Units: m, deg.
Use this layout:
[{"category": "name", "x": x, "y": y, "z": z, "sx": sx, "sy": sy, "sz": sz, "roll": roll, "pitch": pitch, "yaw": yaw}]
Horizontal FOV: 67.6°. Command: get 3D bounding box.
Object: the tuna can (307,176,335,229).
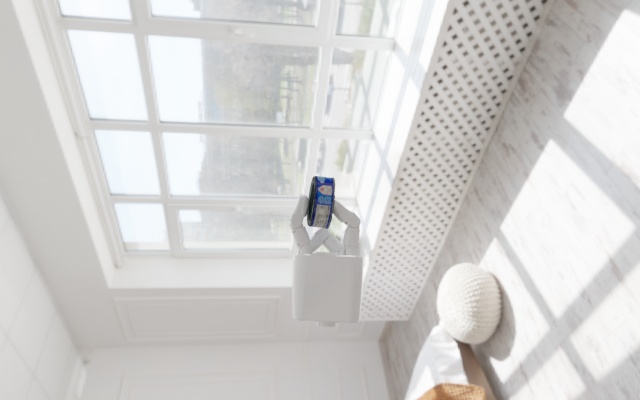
[{"category": "tuna can", "x": 0.000, "y": 0.002, "z": 0.781, "sx": 0.034, "sy": 0.086, "sz": 0.086, "roll": 7, "pitch": -1, "yaw": -8}]
